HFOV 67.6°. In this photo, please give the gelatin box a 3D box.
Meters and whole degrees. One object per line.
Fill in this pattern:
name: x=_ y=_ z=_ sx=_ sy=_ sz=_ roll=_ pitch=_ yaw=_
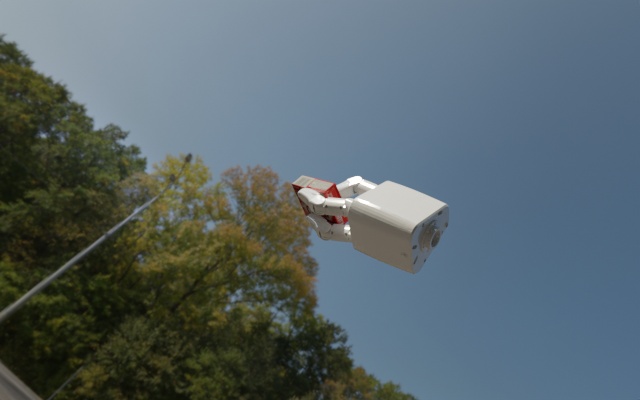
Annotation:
gelatin box: x=0.000 y=0.002 z=0.774 sx=0.030 sy=0.073 sz=0.089 roll=-39 pitch=33 yaw=-26
